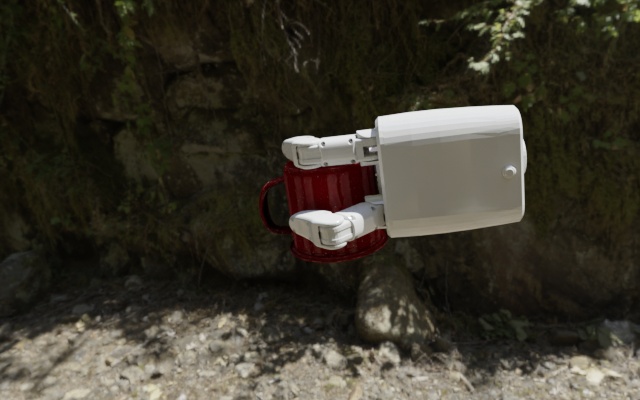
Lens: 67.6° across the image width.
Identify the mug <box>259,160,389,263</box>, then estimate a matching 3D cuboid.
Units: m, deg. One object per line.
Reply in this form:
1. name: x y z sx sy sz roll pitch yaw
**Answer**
1. mug: -0.001 0.001 0.439 0.117 0.081 0.093 -4 17 13
